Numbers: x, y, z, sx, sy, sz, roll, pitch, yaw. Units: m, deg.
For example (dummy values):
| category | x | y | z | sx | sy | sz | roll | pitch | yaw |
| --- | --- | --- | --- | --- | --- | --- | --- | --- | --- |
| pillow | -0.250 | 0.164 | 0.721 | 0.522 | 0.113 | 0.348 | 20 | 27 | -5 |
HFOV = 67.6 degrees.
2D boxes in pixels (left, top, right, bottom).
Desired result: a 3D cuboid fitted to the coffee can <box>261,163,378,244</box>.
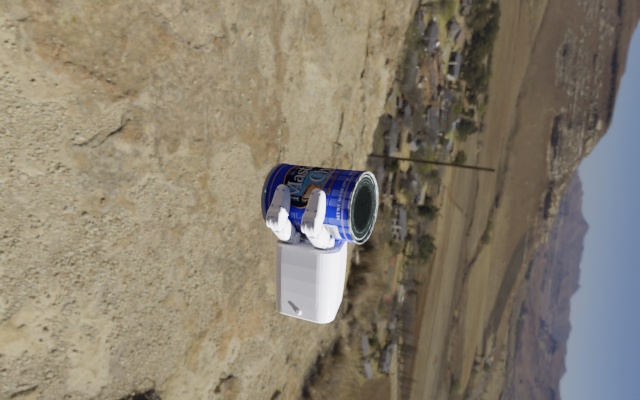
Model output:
| category | x | y | z | sx | sy | sz | roll | pitch | yaw |
| --- | --- | --- | --- | --- | --- | --- | --- | --- | --- |
| coffee can | 0.000 | 0.002 | 0.693 | 0.140 | 0.103 | 0.103 | 7 | 3 | 27 |
